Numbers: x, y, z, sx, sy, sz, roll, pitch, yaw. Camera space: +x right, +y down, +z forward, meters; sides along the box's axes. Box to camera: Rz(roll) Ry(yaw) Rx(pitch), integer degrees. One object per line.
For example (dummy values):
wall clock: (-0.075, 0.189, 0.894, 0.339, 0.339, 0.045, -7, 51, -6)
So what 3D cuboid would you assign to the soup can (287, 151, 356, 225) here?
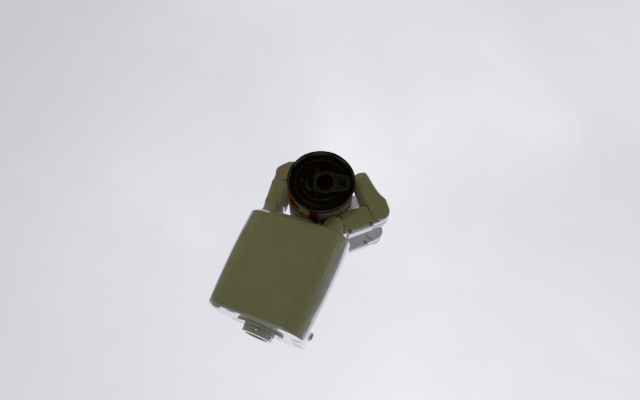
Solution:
soup can: (0.000, 0.001, 0.512, 0.068, 0.068, 0.102, 0, -25, -1)
